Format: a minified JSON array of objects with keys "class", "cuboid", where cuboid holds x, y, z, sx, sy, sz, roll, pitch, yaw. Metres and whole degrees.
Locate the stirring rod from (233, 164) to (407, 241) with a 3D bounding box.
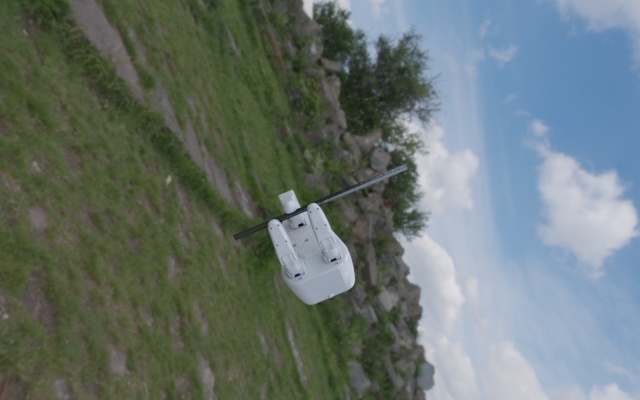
[{"class":"stirring rod","cuboid":[0.000,0.002,0.618,0.239,0.011,0.011,-23,0,-1]}]
